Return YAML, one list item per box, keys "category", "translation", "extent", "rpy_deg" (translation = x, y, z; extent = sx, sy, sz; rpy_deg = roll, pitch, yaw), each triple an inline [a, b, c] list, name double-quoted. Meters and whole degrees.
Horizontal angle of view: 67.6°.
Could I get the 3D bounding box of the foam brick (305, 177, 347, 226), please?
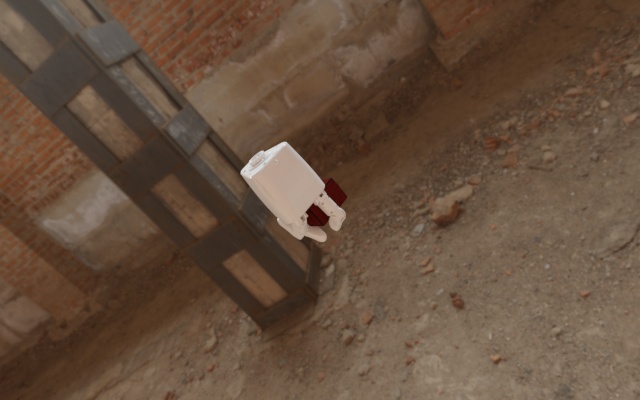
- category: "foam brick"
  translation: [0.000, 0.003, 0.875]
  extent: [0.078, 0.051, 0.053]
  rpy_deg: [-50, 21, -25]
